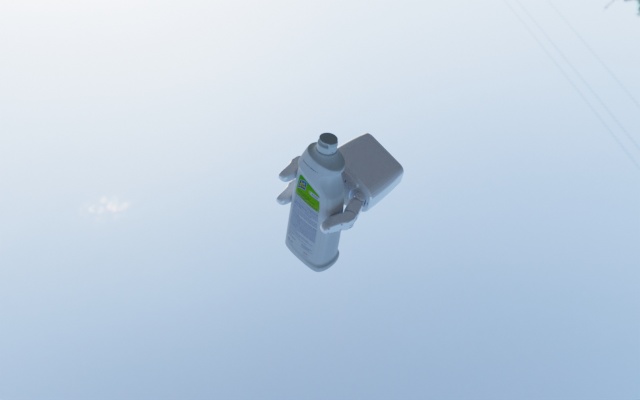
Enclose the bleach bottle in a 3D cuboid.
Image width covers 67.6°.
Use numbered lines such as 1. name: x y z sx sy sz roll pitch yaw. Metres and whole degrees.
1. bleach bottle: 0.000 0.003 0.777 0.102 0.251 0.068 37 50 24
